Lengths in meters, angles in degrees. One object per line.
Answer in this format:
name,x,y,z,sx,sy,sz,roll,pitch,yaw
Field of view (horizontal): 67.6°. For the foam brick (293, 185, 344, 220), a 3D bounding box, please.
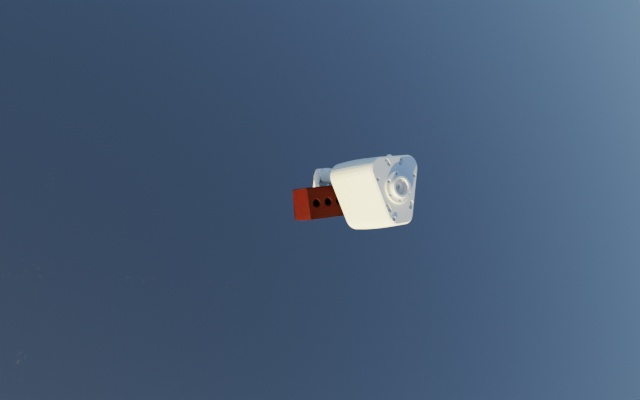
foam brick,0.000,0.003,0.792,0.078,0.053,0.051,-7,2,-31
